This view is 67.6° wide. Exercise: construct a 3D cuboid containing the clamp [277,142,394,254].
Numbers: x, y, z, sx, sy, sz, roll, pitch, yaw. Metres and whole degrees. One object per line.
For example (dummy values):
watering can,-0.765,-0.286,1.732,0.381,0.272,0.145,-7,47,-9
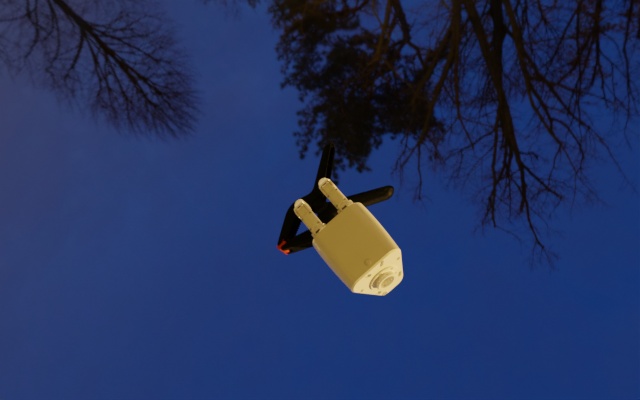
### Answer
clamp,0.000,0.004,0.817,0.164,0.210,0.036,49,2,36
